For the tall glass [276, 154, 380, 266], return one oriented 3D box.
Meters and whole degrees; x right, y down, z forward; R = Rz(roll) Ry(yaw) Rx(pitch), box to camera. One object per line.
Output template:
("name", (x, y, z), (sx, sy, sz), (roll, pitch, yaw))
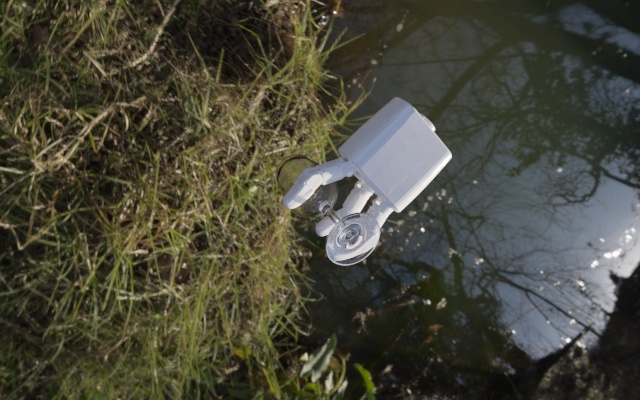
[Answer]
("tall glass", (0.000, 0.003, 0.653), (0.079, 0.079, 0.201), (0, 27, -27))
